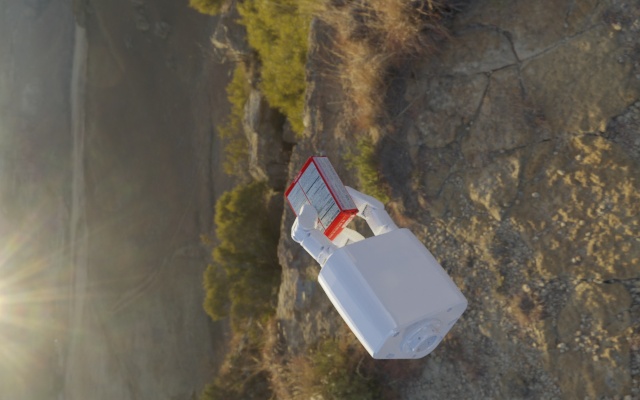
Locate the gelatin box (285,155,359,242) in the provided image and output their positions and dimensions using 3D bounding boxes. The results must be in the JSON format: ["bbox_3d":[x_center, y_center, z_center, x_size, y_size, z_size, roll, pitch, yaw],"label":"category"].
[{"bbox_3d":[0.000,0.002,0.580,0.030,0.089,0.073,-5,-35,-40],"label":"gelatin box"}]
